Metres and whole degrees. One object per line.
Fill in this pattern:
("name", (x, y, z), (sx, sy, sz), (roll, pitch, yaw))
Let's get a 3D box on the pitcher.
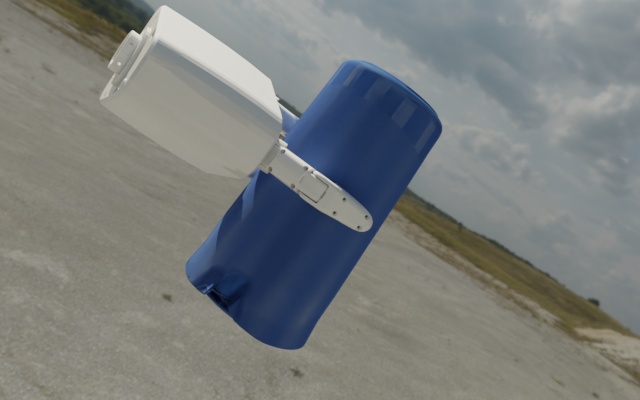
("pitcher", (0.000, 0.001, 0.445), (0.145, 0.243, 0.149), (33, 6, -30))
